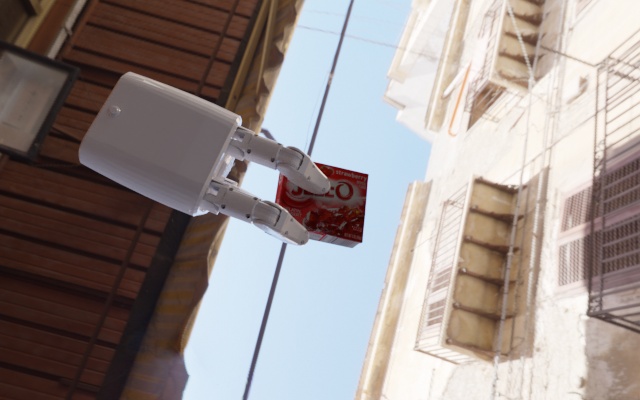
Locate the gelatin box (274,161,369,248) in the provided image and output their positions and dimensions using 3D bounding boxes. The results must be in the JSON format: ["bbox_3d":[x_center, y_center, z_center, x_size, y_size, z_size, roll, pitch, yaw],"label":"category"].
[{"bbox_3d":[0.000,0.002,0.469,0.089,0.073,0.030,13,-21,-15],"label":"gelatin box"}]
